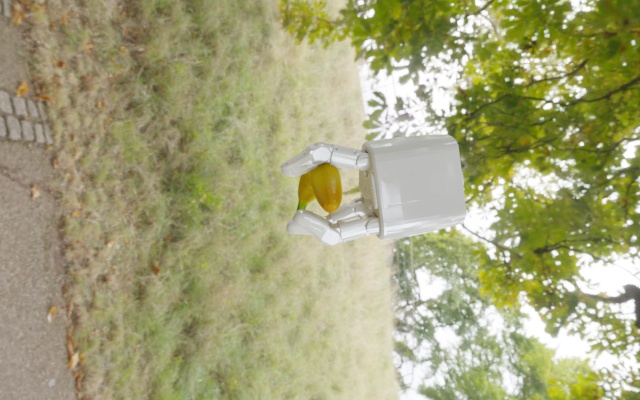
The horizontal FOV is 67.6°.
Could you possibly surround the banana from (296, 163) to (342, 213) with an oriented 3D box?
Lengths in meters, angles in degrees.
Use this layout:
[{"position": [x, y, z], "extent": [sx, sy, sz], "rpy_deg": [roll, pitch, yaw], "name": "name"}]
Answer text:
[{"position": [-0.001, -0.017, 0.584], "extent": [0.037, 0.069, 0.198], "rpy_deg": [0, -4, -10], "name": "banana"}]
